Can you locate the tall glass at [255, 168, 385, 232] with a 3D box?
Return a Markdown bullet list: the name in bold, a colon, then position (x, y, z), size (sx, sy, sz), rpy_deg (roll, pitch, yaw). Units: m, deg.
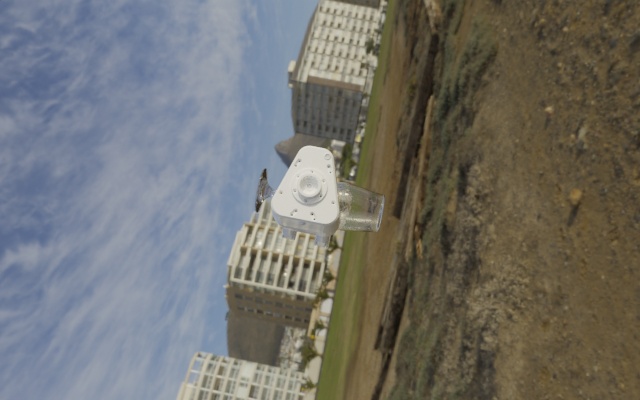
- **tall glass**: position (-0.001, 0.002, 0.775), size (0.201, 0.079, 0.079), rpy_deg (11, 0, 2)
